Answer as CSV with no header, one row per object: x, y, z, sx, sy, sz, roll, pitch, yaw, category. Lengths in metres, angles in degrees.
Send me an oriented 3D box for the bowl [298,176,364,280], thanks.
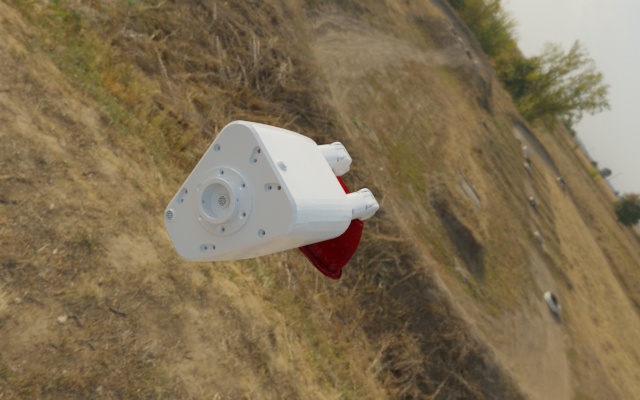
0.001,0.001,0.515,0.055,0.162,0.162,-32,-6,10,bowl
